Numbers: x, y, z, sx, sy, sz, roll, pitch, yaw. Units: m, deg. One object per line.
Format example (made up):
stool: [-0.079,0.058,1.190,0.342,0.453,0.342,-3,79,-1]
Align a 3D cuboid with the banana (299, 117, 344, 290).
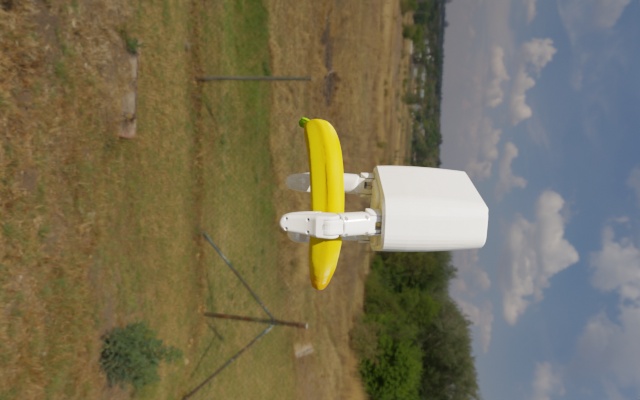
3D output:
banana: [0.003,-0.006,0.510,0.037,0.197,0.070,-1,-12,-12]
